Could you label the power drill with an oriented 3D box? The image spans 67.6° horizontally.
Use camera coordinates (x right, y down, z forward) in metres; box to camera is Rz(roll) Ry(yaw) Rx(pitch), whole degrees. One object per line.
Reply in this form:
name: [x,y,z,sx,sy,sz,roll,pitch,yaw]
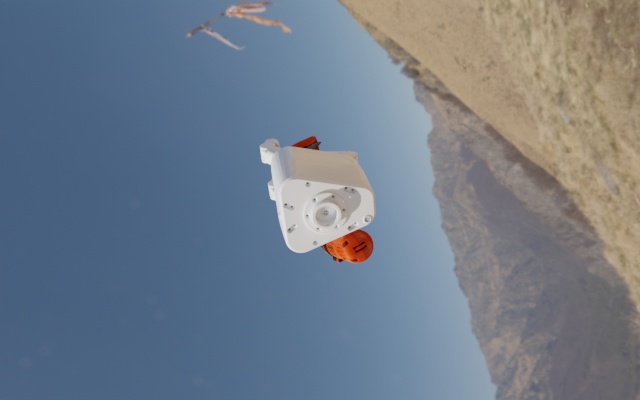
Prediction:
power drill: [0.000,0.002,0.708,0.057,0.187,0.184,-32,8,-13]
